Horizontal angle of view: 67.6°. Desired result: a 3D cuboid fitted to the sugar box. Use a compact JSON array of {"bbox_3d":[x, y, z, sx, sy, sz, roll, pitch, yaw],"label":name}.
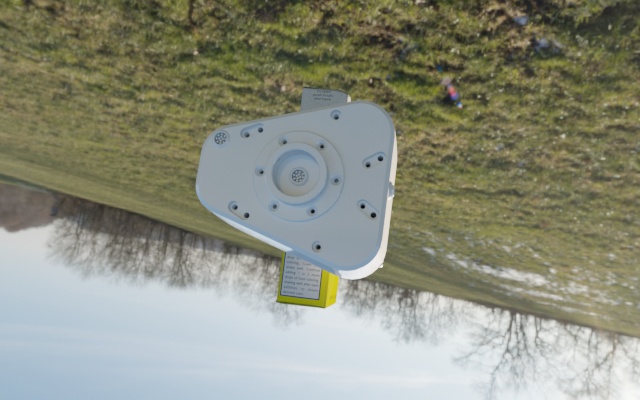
[{"bbox_3d":[0.001,0.002,0.418,0.048,0.176,0.093,8,-8,8],"label":"sugar box"}]
